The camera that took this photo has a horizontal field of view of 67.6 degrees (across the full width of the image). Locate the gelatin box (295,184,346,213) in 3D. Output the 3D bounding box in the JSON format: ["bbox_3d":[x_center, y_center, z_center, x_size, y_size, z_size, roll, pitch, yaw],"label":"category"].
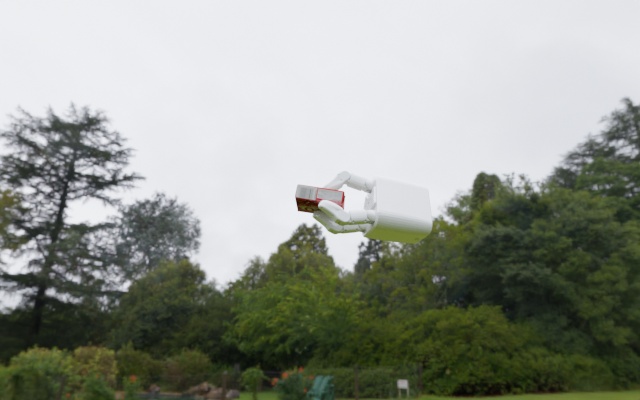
[{"bbox_3d":[0.000,0.002,0.880,0.089,0.030,0.073,9,-20,5],"label":"gelatin box"}]
